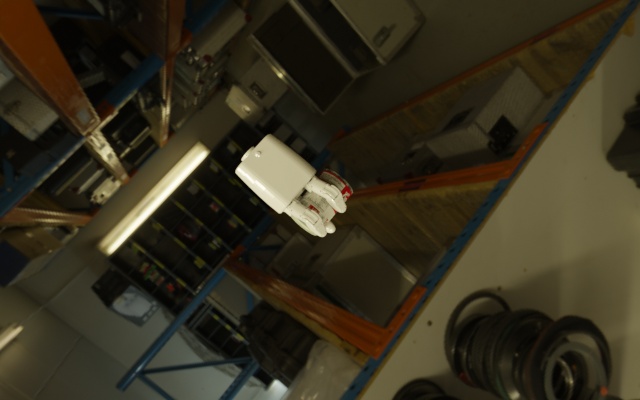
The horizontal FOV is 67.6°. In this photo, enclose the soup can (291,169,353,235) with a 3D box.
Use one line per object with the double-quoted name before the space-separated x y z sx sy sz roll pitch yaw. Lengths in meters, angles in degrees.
"soup can" 0.000 0.003 0.849 0.068 0.102 0.068 37 -15 12
